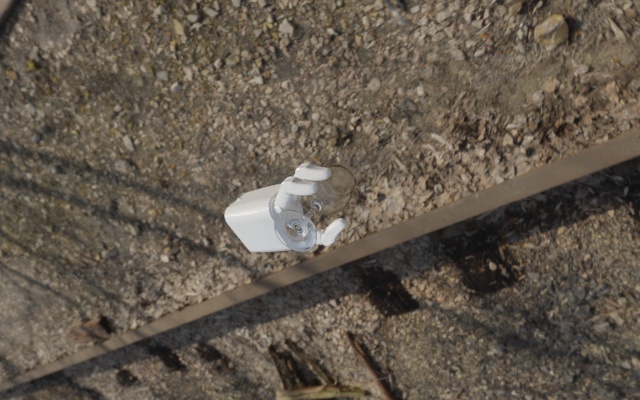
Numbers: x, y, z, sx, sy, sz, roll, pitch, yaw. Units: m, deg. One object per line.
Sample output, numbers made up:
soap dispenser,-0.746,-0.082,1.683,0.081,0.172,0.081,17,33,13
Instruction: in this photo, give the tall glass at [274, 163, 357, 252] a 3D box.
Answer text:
tall glass,0.000,0.003,0.813,0.079,0.079,0.201,0,27,27
